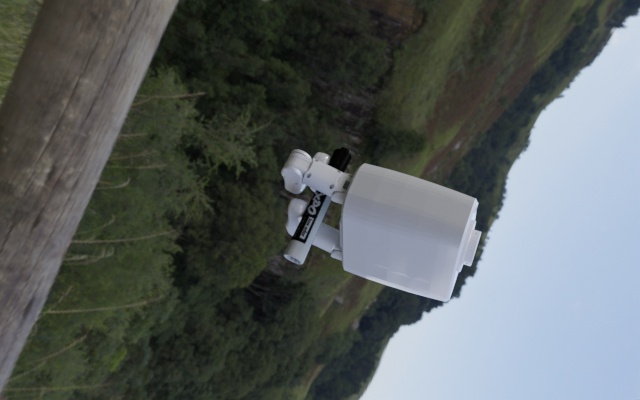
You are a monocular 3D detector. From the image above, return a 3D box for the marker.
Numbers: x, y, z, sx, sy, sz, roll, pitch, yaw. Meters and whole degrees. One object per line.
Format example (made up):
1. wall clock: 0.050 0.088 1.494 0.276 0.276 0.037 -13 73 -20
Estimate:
1. marker: 0.000 0.001 0.441 0.020 0.121 0.020 22 -22 9
